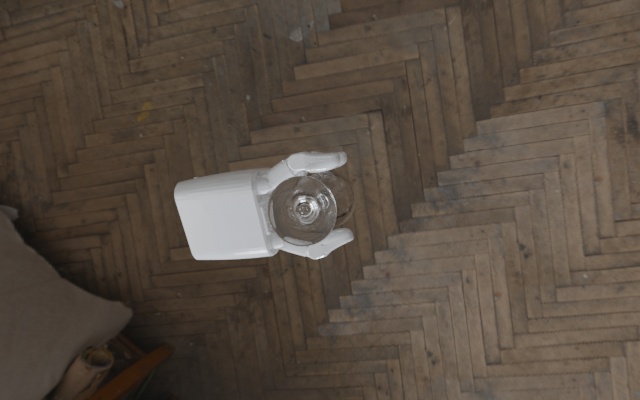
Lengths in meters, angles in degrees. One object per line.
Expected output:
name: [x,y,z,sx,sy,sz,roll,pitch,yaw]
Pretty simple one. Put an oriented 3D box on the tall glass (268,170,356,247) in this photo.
tall glass: [0.000,0.002,0.590,0.079,0.079,0.201,0,5,12]
